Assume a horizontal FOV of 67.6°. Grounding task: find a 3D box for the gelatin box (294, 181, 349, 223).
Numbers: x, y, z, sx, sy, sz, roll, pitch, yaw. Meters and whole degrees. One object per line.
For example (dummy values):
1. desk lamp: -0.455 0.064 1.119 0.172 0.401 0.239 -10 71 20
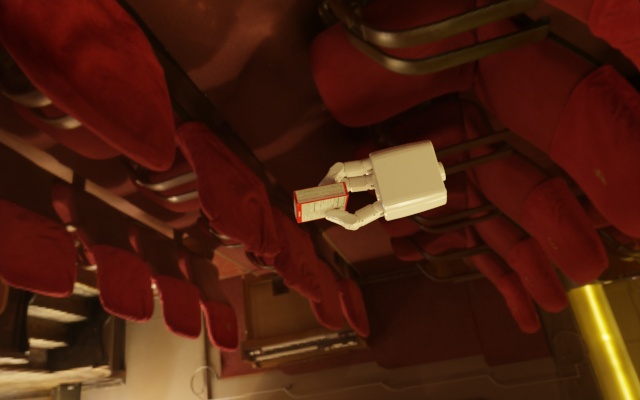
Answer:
1. gelatin box: 0.000 0.003 0.812 0.089 0.030 0.073 -12 -25 -7
